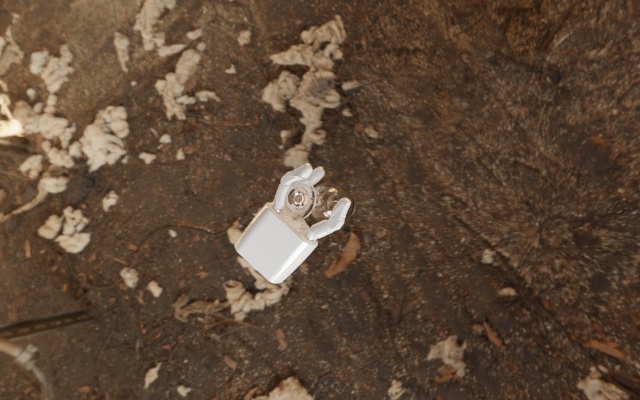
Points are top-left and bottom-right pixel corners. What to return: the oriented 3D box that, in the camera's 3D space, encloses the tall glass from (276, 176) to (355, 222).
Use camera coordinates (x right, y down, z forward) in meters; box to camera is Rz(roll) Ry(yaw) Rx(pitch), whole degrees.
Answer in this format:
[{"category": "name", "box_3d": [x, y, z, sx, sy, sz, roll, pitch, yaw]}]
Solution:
[{"category": "tall glass", "box_3d": [0.000, 0.003, 0.866, 0.079, 0.079, 0.201, 0, -3, 25]}]
